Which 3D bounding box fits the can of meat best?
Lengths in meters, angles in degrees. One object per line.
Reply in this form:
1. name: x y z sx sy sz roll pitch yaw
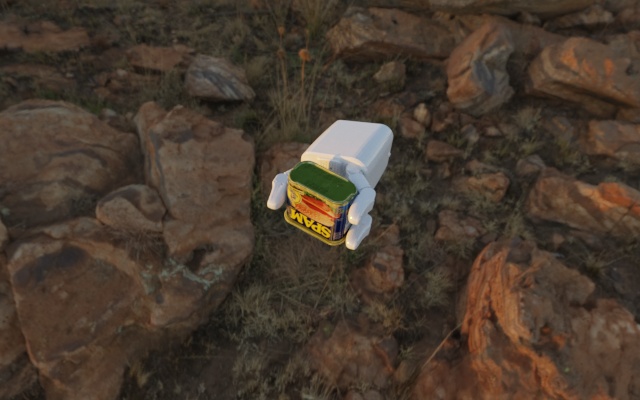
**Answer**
1. can of meat: 0.000 0.002 0.674 0.102 0.084 0.057 28 50 20
